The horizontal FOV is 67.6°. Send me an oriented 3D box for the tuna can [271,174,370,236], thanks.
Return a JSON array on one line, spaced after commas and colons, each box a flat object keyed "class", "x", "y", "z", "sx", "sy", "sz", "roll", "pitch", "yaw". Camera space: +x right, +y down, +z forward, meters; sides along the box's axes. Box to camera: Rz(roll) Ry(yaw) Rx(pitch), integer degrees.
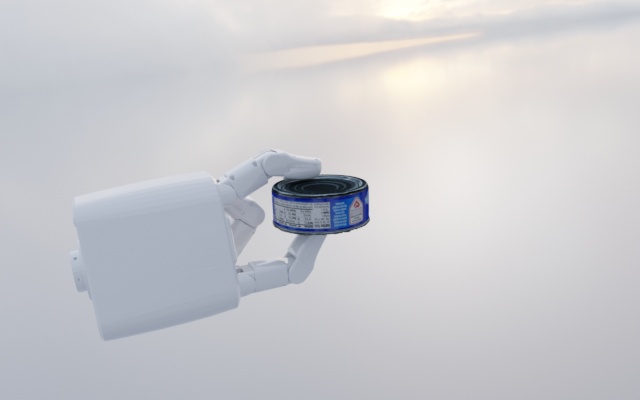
[{"class": "tuna can", "x": 0.000, "y": 0.001, "z": 0.416, "sx": 0.086, "sy": 0.034, "sz": 0.086, "roll": -2, "pitch": 14, "yaw": 1}]
